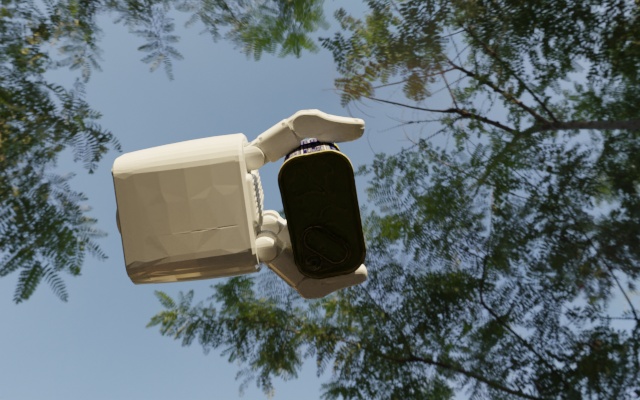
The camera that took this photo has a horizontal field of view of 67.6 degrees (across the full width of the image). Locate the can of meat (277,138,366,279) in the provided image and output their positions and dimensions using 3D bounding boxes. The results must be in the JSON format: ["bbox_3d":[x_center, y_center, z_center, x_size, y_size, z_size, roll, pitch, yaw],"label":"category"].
[{"bbox_3d":[0.000,0.001,0.403,0.057,0.102,0.084,-11,17,0],"label":"can of meat"}]
